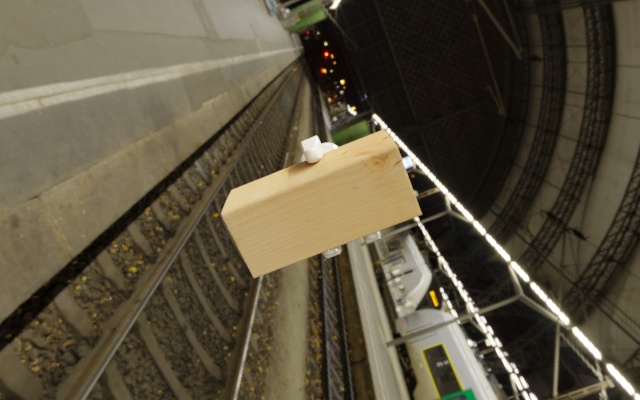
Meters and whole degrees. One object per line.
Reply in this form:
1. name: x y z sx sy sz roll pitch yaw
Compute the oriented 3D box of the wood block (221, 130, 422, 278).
1. wood block: 0.000 0.001 0.568 0.206 0.091 0.090 -22 19 6
